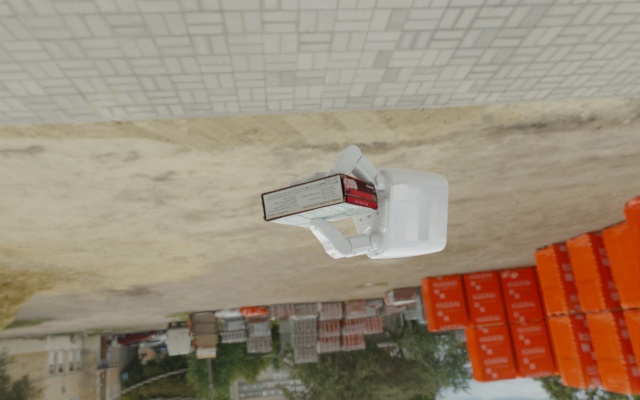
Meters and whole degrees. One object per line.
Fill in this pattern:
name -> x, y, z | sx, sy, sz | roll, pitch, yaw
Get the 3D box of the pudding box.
pudding box -> 0.000, 0.002, 0.573 | 0.113, 0.039, 0.090 | -16, -15, 28
